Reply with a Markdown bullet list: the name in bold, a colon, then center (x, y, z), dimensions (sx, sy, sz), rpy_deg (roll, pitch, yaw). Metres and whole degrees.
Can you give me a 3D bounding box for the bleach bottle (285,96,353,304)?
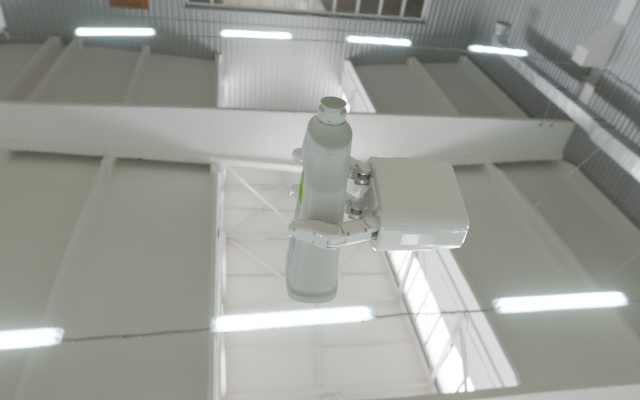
- **bleach bottle**: center (0.000, 0.002, 0.566), dimensions (0.068, 0.251, 0.102), rpy_deg (2, 37, -8)
